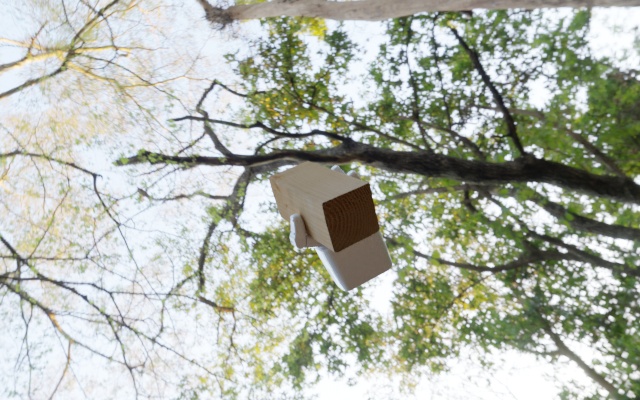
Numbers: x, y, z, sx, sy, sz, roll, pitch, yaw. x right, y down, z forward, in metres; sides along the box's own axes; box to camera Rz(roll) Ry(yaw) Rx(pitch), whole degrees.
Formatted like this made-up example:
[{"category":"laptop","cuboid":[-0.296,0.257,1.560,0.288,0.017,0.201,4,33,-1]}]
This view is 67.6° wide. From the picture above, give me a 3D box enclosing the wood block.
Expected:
[{"category":"wood block","cuboid":[0.000,0.003,0.827,0.091,0.090,0.206,-25,24,-22]}]
